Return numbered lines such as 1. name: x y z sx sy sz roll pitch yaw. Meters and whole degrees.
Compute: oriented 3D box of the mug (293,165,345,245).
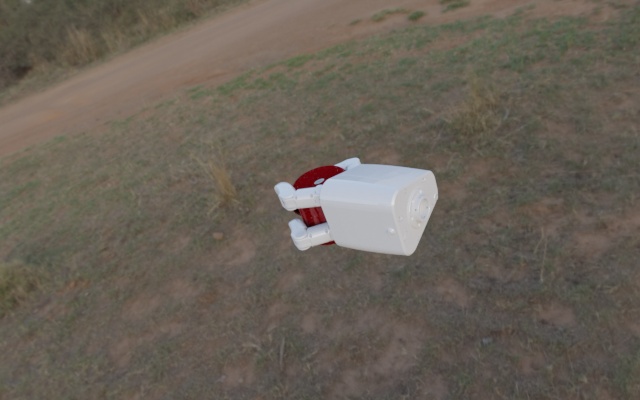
1. mug: -0.001 0.002 0.688 0.117 0.081 0.093 8 40 39
